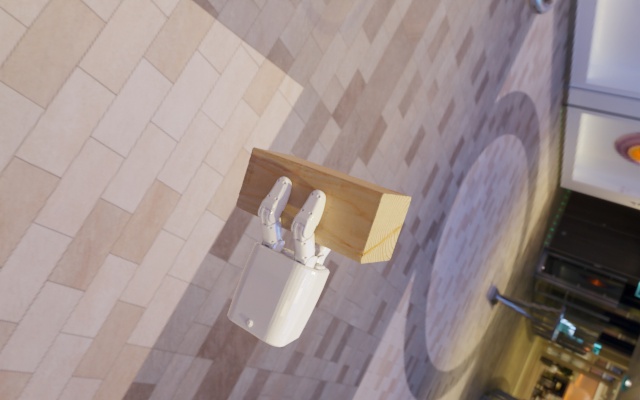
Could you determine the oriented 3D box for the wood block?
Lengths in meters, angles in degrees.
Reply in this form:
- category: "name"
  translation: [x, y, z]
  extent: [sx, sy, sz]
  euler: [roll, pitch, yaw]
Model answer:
- category: "wood block"
  translation: [0.000, 0.003, 0.638]
  extent: [0.206, 0.090, 0.091]
  euler: [22, 8, 31]
